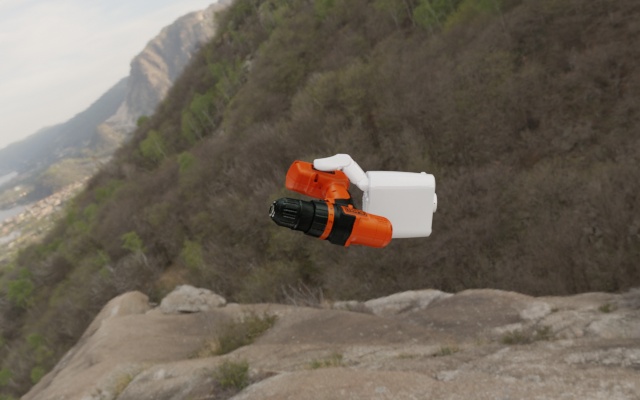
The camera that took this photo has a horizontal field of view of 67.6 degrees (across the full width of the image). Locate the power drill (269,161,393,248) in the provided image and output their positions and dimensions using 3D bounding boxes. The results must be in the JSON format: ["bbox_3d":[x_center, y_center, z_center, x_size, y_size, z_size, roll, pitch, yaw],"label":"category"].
[{"bbox_3d":[0.000,0.002,0.728,0.184,0.057,0.187,15,22,-22],"label":"power drill"}]
